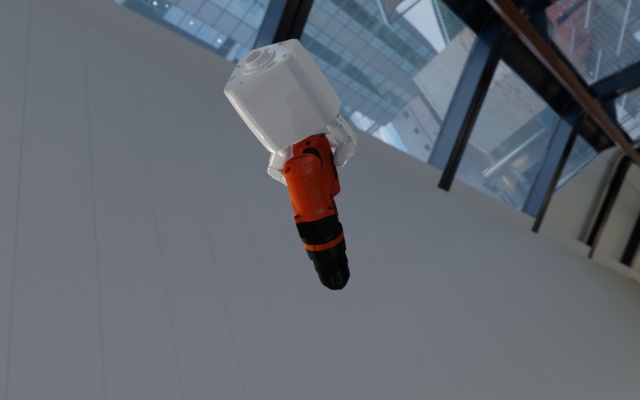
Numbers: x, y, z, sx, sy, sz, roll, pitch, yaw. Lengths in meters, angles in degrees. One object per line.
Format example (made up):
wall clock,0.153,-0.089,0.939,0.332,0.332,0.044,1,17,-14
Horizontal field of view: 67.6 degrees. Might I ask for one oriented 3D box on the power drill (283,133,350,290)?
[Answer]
power drill,0.000,0.002,0.638,0.057,0.184,0.187,-13,25,4
